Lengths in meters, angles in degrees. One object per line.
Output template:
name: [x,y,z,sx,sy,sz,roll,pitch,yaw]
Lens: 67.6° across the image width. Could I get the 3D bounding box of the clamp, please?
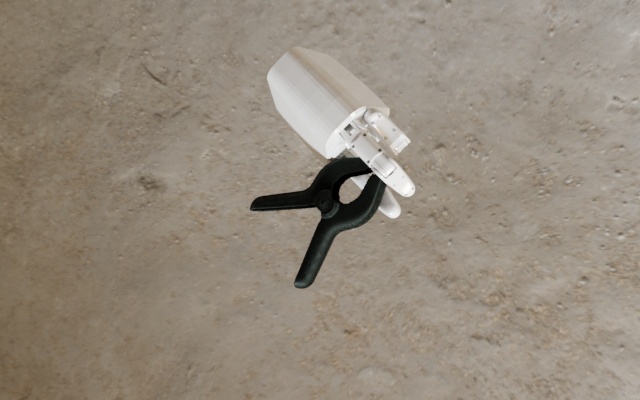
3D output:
clamp: [0.000,0.002,0.535,0.171,0.120,0.039,-45,-13,9]
